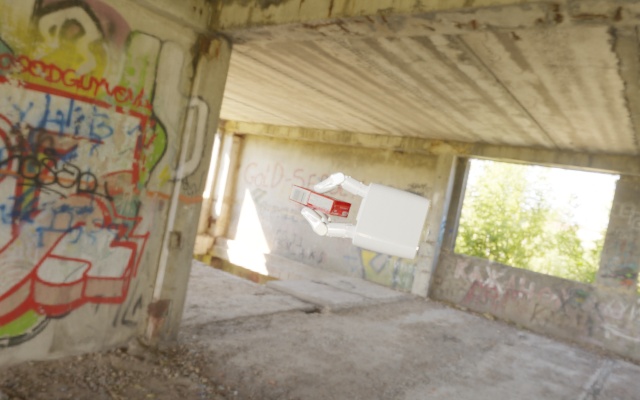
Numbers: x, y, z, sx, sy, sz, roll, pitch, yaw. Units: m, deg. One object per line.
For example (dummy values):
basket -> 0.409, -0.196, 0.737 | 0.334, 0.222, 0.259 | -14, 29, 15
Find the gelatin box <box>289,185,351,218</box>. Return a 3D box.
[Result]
gelatin box -> 0.000, 0.002, 0.843 | 0.089, 0.030, 0.073 | 21, 3, 25
